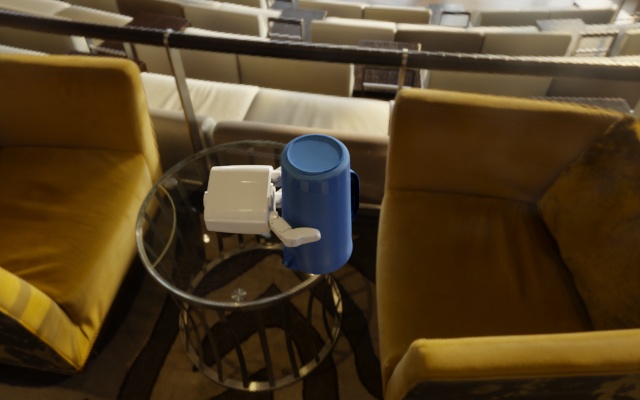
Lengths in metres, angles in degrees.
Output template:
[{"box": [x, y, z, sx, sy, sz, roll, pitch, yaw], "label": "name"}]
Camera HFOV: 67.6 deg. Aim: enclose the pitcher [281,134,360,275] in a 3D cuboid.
[{"box": [0.000, 0.003, 0.828, 0.145, 0.149, 0.243, 1, -42, 2], "label": "pitcher"}]
